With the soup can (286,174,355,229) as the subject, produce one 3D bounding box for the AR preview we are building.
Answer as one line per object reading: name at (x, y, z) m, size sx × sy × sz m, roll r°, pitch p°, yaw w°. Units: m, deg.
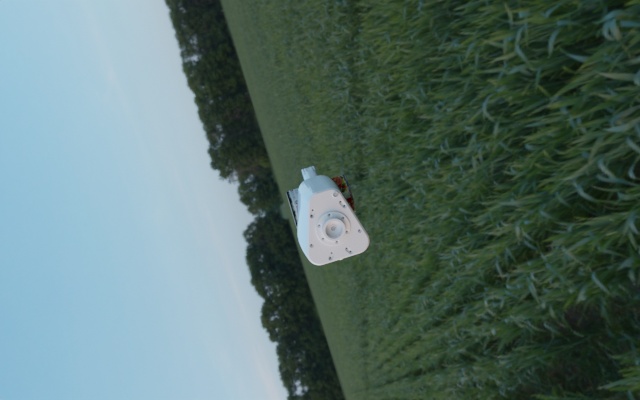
soup can at (0.000, 0.003, 0.802) m, size 0.102 × 0.068 × 0.068 m, roll -17°, pitch 1°, yaw -4°
